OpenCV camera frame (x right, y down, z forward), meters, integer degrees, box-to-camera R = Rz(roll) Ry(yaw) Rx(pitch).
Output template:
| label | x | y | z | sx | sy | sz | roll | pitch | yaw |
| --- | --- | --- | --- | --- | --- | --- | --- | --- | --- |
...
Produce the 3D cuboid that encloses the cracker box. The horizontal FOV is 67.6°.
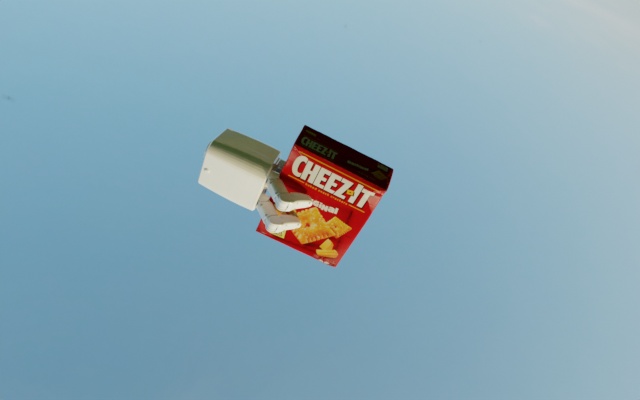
| label | x | y | z | sx | sy | sz | roll | pitch | yaw |
| --- | --- | --- | --- | --- | --- | --- | --- | --- | --- |
| cracker box | 0.000 | 0.003 | 0.815 | 0.164 | 0.214 | 0.072 | 26 | 42 | -3 |
